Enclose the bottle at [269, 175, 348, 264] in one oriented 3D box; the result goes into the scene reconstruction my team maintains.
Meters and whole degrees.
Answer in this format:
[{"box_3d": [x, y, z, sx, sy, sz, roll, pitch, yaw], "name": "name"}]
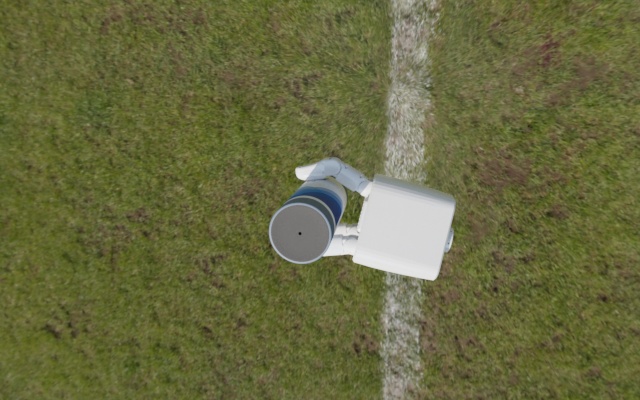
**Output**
[{"box_3d": [0.000, 0.002, 0.635, 0.069, 0.069, 0.295, 0, 13, 9], "name": "bottle"}]
